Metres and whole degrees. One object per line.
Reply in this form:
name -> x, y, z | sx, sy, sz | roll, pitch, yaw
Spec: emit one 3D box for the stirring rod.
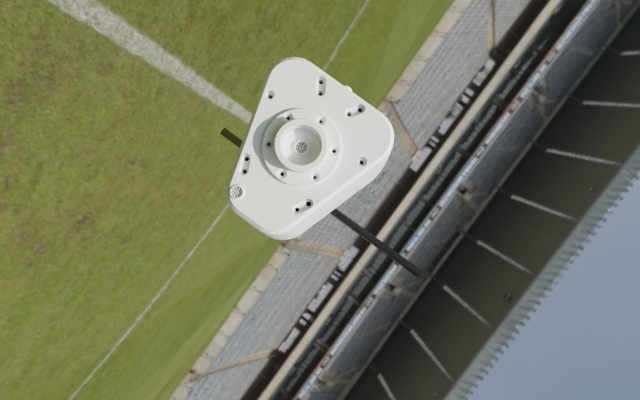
stirring rod -> 0.000, 0.002, 0.471 | 0.239, 0.011, 0.011 | 36, 1, 2
